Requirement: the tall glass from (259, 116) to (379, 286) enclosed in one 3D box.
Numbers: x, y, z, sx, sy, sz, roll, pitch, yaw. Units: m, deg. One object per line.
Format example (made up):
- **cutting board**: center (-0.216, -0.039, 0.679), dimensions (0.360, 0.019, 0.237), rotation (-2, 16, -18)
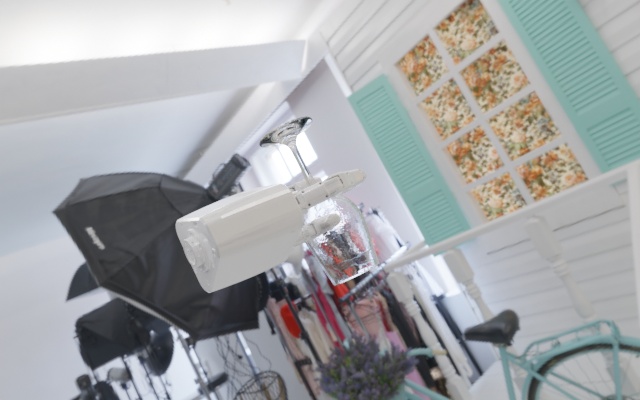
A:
- **tall glass**: center (0.000, 0.001, 0.590), dimensions (0.079, 0.201, 0.079), rotation (-27, -7, -3)
